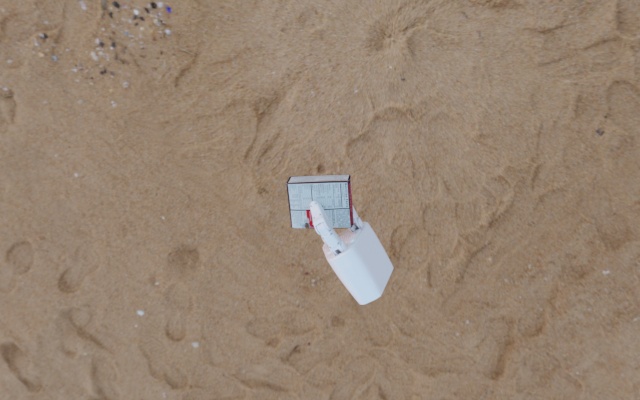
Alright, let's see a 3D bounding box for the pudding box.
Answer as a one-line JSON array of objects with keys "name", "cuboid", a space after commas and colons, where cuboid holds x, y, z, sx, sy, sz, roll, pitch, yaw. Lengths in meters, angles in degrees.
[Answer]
[{"name": "pudding box", "cuboid": [0.000, 0.003, 0.840, 0.113, 0.090, 0.039, -2, 20, 8]}]
